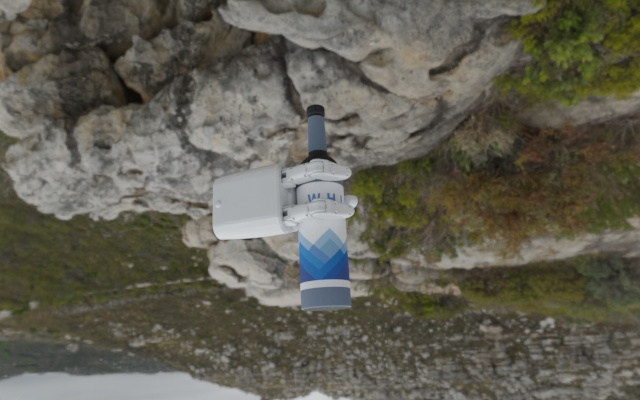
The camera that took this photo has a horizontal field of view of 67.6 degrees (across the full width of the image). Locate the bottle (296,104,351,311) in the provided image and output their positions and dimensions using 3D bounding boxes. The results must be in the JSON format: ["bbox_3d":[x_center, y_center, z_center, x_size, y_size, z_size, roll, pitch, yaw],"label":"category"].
[{"bbox_3d":[0.000,0.002,0.672,0.069,0.295,0.069,-3,-17,-1],"label":"bottle"}]
